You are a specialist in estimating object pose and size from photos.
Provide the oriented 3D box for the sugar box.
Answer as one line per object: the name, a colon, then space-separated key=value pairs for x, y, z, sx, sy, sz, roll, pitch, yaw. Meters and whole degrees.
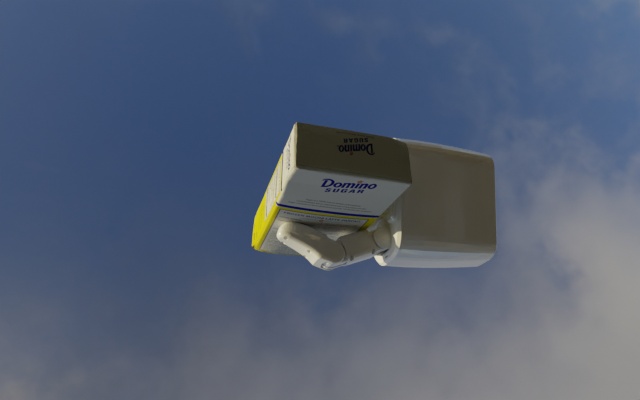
sugar box: x=0.000 y=0.001 z=0.423 sx=0.093 sy=0.048 sz=0.176 roll=7 pitch=-29 yaw=-16
